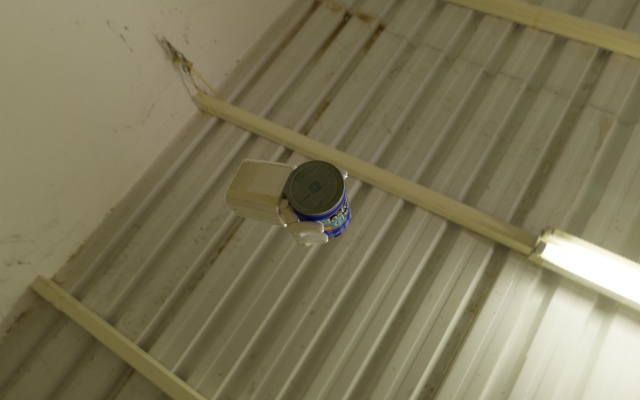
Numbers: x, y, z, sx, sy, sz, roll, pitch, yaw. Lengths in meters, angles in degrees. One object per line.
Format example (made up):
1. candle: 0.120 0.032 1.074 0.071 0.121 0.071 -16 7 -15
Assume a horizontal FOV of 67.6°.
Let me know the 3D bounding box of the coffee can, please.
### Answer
1. coffee can: 0.000 0.003 0.883 0.103 0.102 0.140 0 -23 9
